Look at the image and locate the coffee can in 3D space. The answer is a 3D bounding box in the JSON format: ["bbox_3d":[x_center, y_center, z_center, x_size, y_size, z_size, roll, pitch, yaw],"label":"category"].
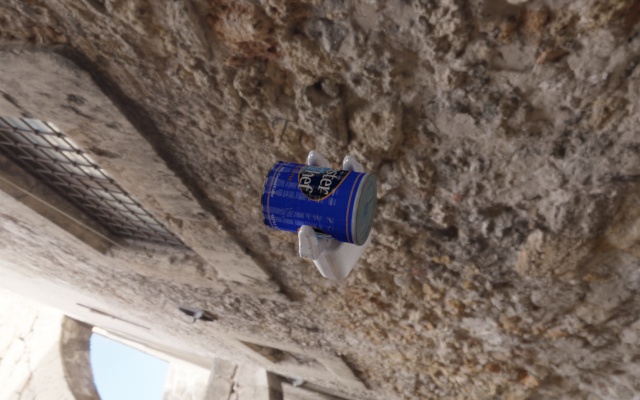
[{"bbox_3d":[0.000,0.002,0.684,0.140,0.103,0.103,10,3,19],"label":"coffee can"}]
